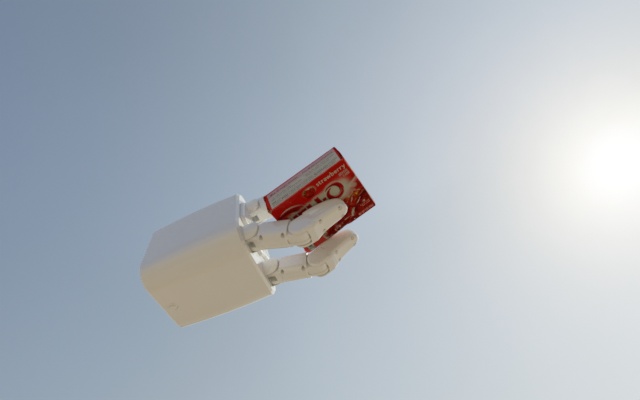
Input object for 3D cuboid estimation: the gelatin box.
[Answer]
[{"bbox_3d":[0.000,0.001,0.476,0.089,0.073,0.030,-36,39,4],"label":"gelatin box"}]
